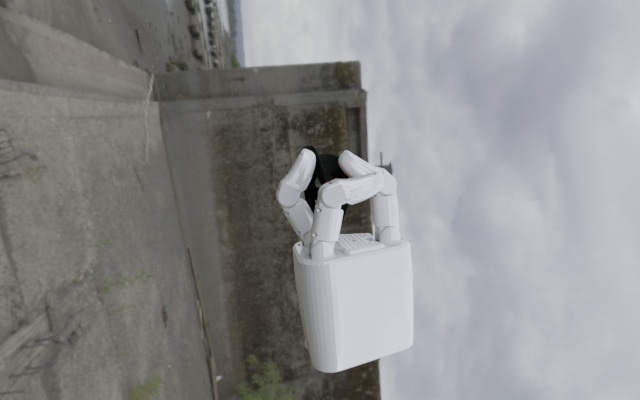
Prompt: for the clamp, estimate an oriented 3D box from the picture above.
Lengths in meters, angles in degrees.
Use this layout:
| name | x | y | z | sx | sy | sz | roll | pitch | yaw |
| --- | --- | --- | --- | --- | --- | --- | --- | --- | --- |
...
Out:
| name | x | y | z | sx | sy | sz | roll | pitch | yaw |
| --- | --- | --- | --- | --- | --- | --- | --- | --- | --- |
| clamp | 0.001 | 0.002 | 0.524 | 0.039 | 0.120 | 0.171 | -7 | 8 | -9 |
